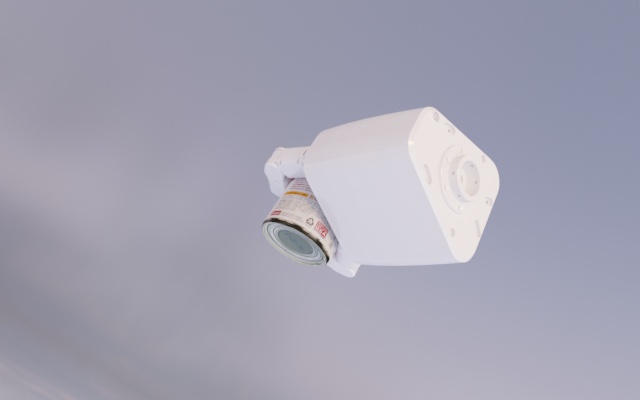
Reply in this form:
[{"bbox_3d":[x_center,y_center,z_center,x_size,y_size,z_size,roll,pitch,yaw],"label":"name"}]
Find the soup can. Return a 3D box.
[{"bbox_3d":[0.000,0.002,0.437,0.068,0.102,0.068,24,-29,14],"label":"soup can"}]
